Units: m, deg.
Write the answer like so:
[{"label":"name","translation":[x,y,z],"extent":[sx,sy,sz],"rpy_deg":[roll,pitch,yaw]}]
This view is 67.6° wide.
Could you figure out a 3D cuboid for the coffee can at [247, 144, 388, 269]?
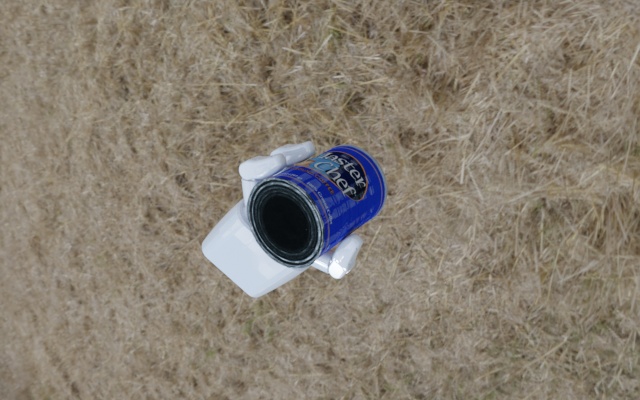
[{"label":"coffee can","translation":[0.000,0.002,0.550],"extent":[0.103,0.103,0.140],"rpy_deg":[0,19,37]}]
